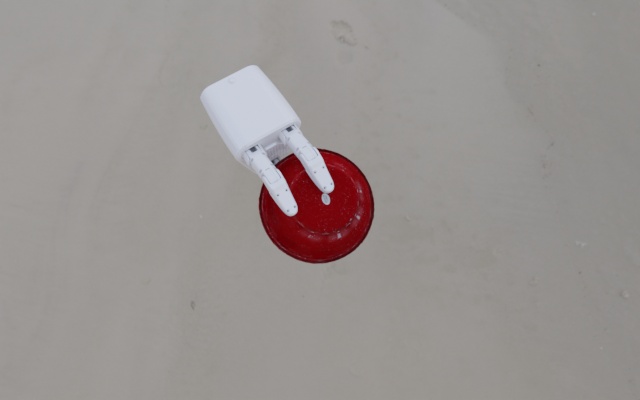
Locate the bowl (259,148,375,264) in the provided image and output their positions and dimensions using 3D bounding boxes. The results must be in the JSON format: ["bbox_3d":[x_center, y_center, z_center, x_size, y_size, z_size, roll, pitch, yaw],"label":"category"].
[{"bbox_3d":[0.001,0.003,0.634,0.162,0.162,0.055,0,-9,-10],"label":"bowl"}]
